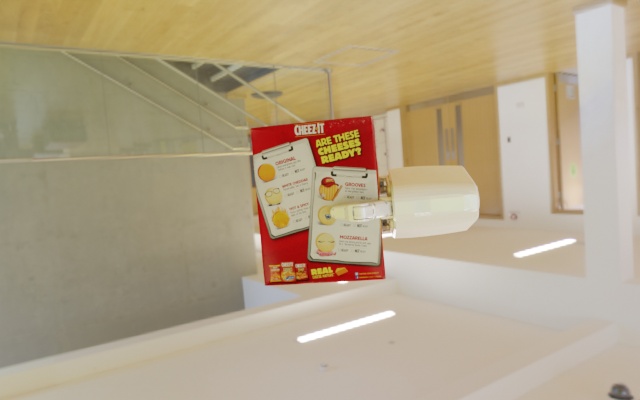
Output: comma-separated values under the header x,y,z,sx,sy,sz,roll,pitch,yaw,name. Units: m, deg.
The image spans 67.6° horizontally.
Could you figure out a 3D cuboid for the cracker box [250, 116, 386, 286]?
x,y,z,sx,sy,sz,roll,pitch,yaw,name
0.000,0.002,0.653,0.164,0.214,0.072,-5,3,7,cracker box
